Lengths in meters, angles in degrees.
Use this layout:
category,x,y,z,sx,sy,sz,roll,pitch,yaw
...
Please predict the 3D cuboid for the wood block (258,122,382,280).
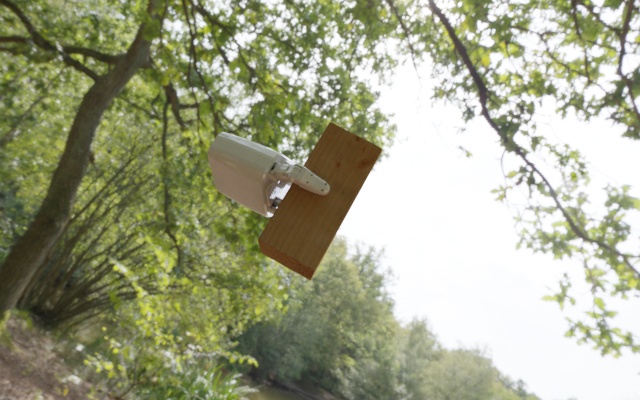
category,x,y,z,sx,sy,sz,roll,pitch,yaw
wood block,0.000,0.002,0.708,0.090,0.206,0.091,28,-17,5
